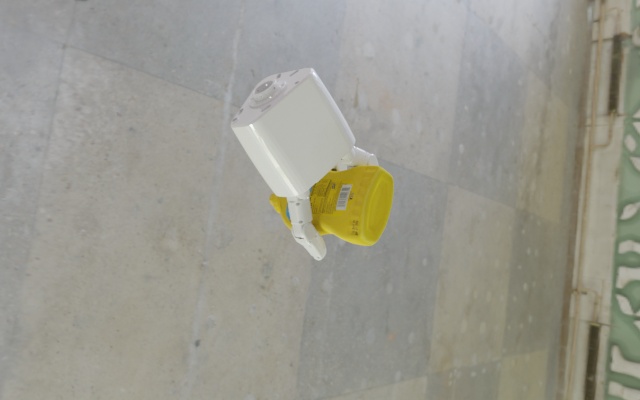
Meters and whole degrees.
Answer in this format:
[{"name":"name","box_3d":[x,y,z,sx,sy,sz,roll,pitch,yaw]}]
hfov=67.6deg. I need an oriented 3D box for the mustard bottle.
[{"name":"mustard bottle","box_3d":[0.000,0.002,0.631,0.191,0.096,0.058,4,-17,43]}]
